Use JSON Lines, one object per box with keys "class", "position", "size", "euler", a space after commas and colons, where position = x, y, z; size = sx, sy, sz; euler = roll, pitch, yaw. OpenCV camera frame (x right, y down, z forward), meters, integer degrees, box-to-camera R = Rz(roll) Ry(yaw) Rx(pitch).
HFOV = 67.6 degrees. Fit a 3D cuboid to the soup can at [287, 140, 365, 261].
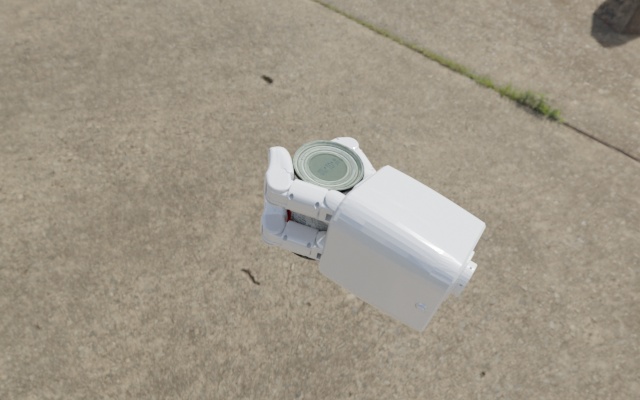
{"class": "soup can", "position": [0.000, 0.001, 0.461], "size": [0.068, 0.068, 0.102], "euler": [0, -41, -11]}
